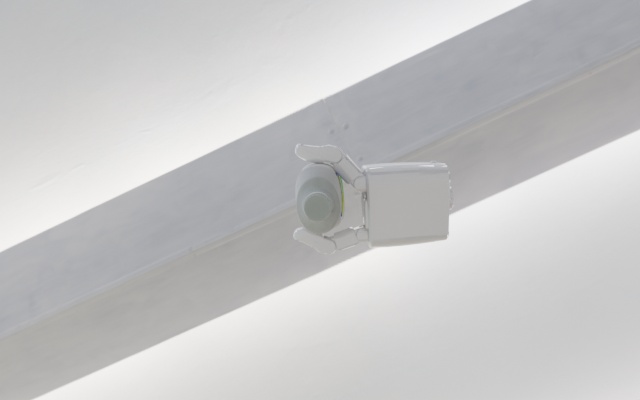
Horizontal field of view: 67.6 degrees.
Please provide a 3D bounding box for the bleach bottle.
[{"bbox_3d":[0.000,0.002,0.625,0.068,0.102,0.251,-5,7,2],"label":"bleach bottle"}]
